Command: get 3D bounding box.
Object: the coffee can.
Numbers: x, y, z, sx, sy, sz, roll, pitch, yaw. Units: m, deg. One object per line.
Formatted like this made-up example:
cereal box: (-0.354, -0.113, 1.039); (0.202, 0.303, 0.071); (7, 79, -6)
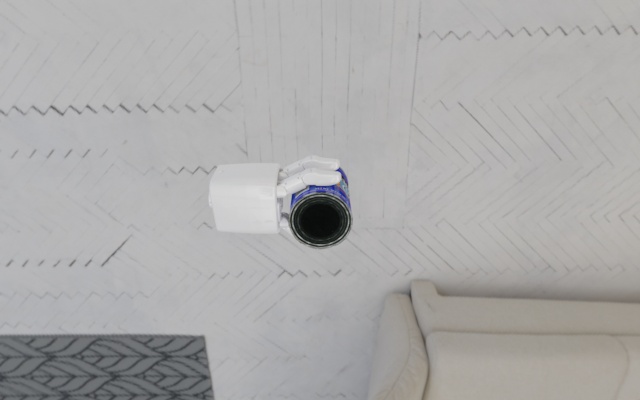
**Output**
coffee can: (0.000, 0.003, 0.812); (0.103, 0.103, 0.140); (0, 26, 0)
